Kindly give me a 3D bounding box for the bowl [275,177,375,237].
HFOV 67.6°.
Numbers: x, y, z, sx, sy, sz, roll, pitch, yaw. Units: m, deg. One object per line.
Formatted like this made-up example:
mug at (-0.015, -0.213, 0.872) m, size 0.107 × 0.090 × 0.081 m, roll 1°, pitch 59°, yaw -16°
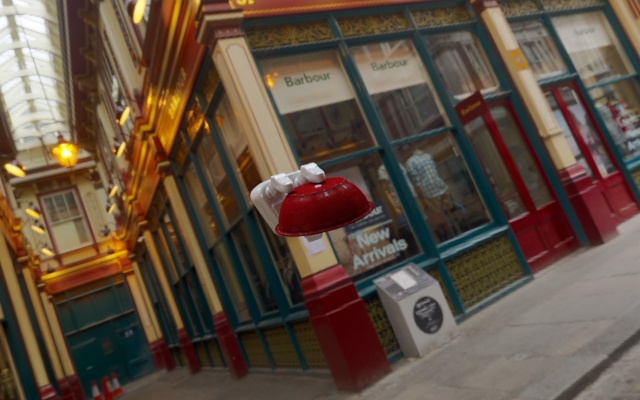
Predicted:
bowl at (0.001, 0.002, 0.748) m, size 0.162 × 0.055 × 0.162 m, roll -13°, pitch 13°, yaw 3°
